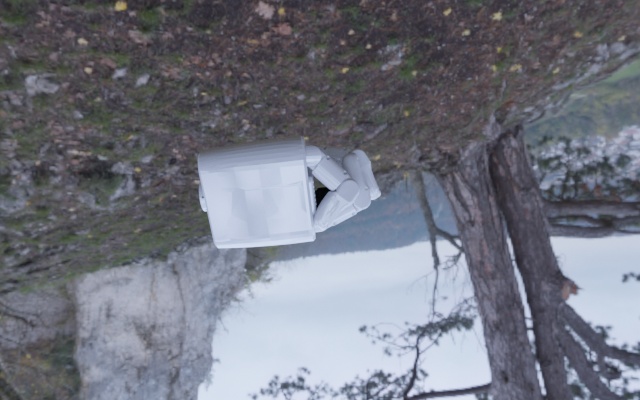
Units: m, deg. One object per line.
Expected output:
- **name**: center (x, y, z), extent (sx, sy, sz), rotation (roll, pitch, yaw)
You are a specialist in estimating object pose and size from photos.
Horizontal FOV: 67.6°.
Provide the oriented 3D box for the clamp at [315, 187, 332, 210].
- **clamp**: center (0.000, 0.003, 0.606), extent (0.120, 0.039, 0.171), rotation (-13, -4, 0)
